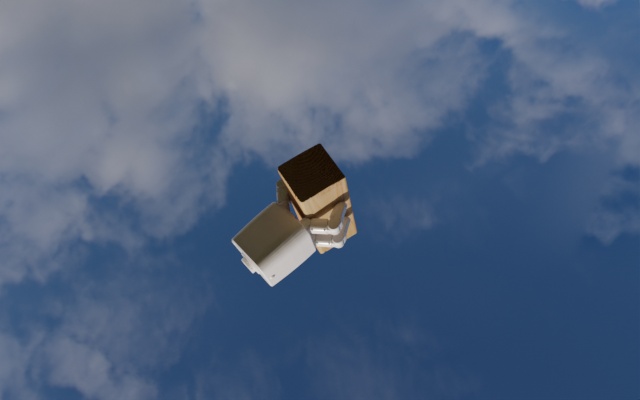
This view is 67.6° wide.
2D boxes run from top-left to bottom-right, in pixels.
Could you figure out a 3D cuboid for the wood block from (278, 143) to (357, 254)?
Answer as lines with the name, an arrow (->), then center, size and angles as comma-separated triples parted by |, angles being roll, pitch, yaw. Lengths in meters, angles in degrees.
wood block -> 0.000, 0.003, 0.889 | 0.090, 0.090, 0.206 | -31, -30, -8
